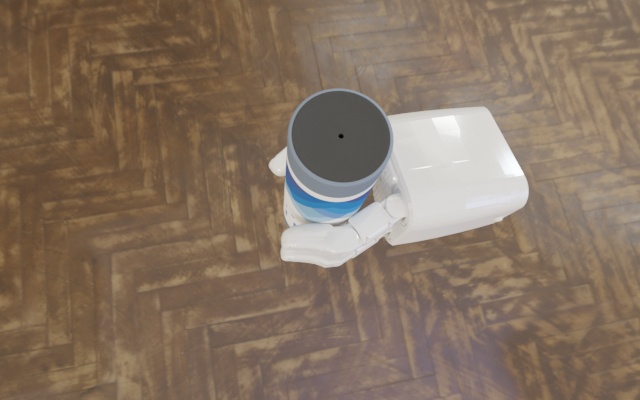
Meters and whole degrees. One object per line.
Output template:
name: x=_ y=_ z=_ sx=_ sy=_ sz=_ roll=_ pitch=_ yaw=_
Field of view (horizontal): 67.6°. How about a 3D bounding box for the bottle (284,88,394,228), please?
bottle: x=0.000 y=0.001 z=0.436 sx=0.069 sy=0.069 sz=0.296 roll=0 pitch=-16 yaw=-5
